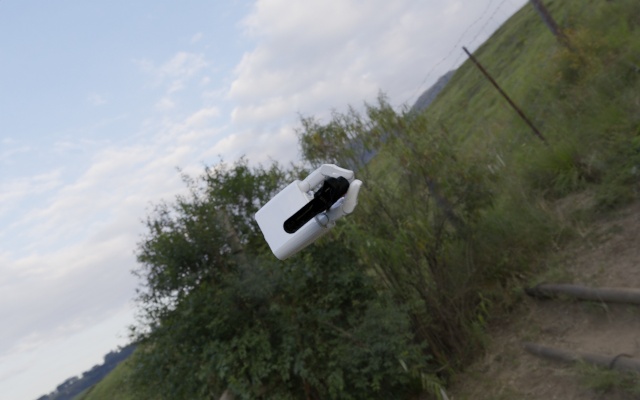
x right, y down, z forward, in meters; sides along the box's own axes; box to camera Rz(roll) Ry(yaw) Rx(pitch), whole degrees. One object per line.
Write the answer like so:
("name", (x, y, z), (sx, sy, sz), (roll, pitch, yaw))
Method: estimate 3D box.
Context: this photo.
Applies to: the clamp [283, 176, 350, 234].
("clamp", (0.000, 0.002, 0.801), (0.120, 0.039, 0.171), (-38, -7, 14))
